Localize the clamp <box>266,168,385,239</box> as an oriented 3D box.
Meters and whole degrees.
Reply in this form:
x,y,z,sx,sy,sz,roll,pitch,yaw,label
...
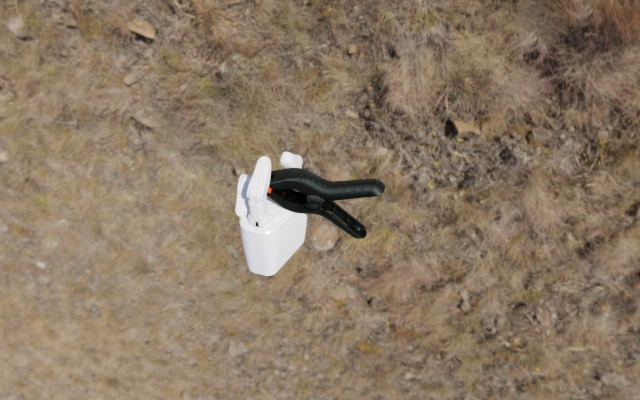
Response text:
x,y,z,sx,sy,sz,roll,pitch,yaw,label
0.000,0.003,0.668,0.171,0.120,0.039,12,45,10,clamp
